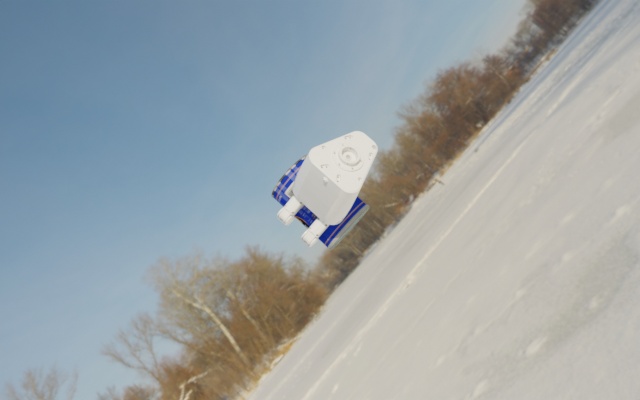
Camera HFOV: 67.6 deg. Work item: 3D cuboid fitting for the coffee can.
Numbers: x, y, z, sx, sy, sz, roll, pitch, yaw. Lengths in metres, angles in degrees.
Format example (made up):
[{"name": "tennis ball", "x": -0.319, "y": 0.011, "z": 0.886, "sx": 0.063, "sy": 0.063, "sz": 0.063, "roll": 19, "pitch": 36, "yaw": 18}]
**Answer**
[{"name": "coffee can", "x": 0.000, "y": 0.003, "z": 0.834, "sx": 0.140, "sy": 0.103, "sz": 0.103, "roll": 42, "pitch": 7, "yaw": 8}]
